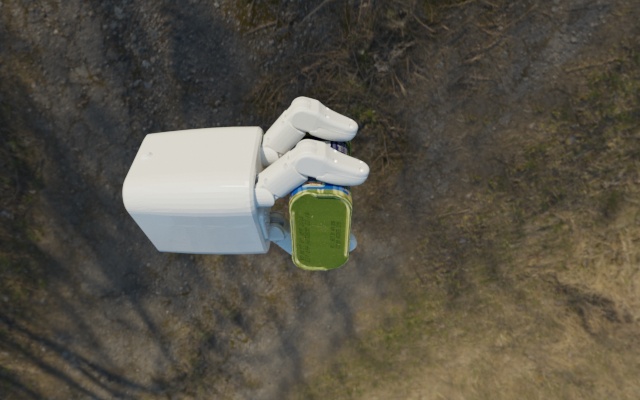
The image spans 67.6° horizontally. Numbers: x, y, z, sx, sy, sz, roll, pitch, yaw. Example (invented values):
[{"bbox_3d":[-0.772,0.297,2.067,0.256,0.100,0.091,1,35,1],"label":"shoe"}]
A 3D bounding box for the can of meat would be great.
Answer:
[{"bbox_3d":[0.000,0.002,0.432,0.057,0.102,0.083,0,43,1],"label":"can of meat"}]
